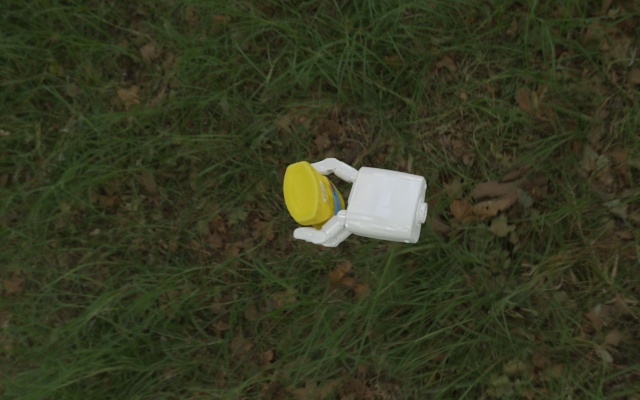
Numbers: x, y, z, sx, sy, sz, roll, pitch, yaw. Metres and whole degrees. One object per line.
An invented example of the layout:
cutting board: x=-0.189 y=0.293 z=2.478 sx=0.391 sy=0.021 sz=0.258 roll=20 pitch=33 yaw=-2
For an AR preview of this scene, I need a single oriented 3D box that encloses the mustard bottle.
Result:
mustard bottle: x=0.000 y=0.003 z=0.813 sx=0.058 sy=0.096 sz=0.192 roll=-16 pitch=-15 yaw=16
